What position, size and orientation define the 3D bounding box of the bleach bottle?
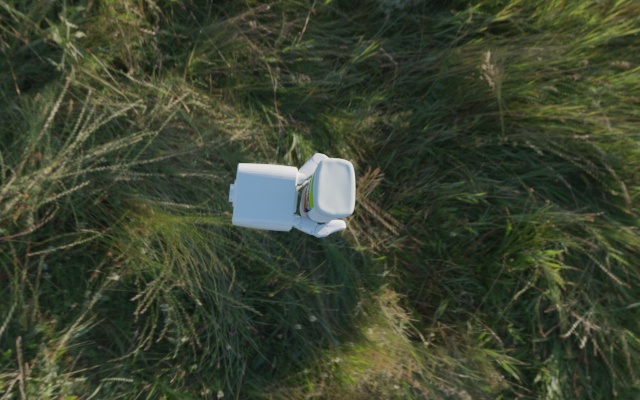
[{"bbox_3d":[0.000,0.003,0.887,0.068,0.102,0.251,5,-13,-10],"label":"bleach bottle"}]
